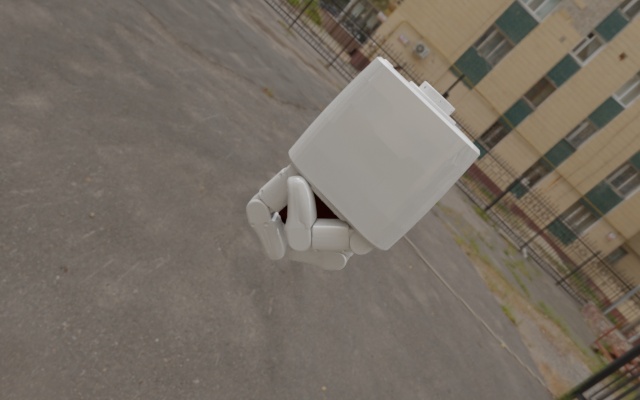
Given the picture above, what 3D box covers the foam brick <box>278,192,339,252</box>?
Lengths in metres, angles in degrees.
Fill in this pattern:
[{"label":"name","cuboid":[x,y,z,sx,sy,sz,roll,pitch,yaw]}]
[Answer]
[{"label":"foam brick","cuboid":[0.000,0.001,0.455,0.053,0.051,0.078,40,18,-7]}]
